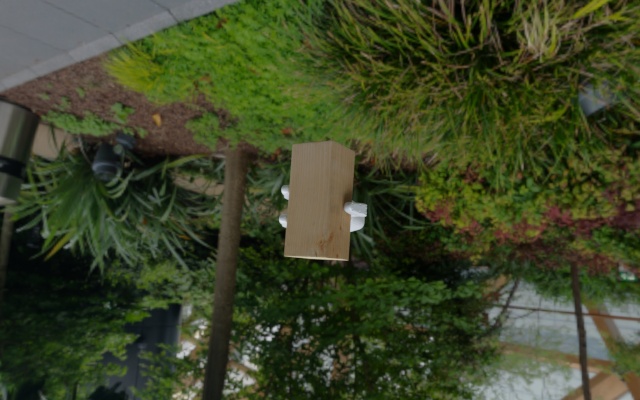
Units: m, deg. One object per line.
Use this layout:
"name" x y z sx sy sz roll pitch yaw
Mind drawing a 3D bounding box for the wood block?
"wood block" 0.001 0.003 0.878 0.091 0.206 0.090 -1 -10 31
